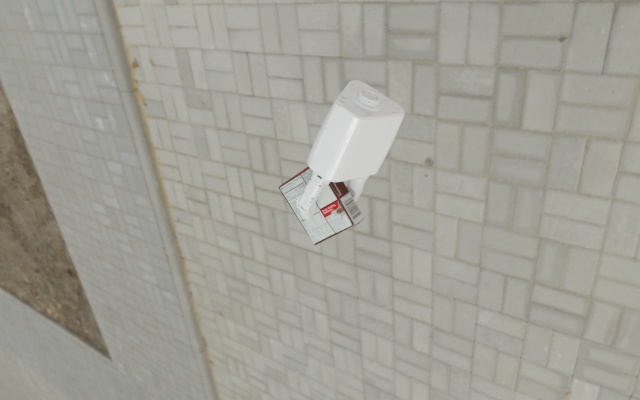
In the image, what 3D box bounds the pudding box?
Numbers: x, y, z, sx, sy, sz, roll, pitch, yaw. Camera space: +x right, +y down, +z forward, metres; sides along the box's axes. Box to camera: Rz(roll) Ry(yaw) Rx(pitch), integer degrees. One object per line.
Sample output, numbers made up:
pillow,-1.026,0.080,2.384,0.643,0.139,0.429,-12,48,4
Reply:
pudding box,0.000,0.002,0.737,0.090,0.113,0.039,-29,2,38
